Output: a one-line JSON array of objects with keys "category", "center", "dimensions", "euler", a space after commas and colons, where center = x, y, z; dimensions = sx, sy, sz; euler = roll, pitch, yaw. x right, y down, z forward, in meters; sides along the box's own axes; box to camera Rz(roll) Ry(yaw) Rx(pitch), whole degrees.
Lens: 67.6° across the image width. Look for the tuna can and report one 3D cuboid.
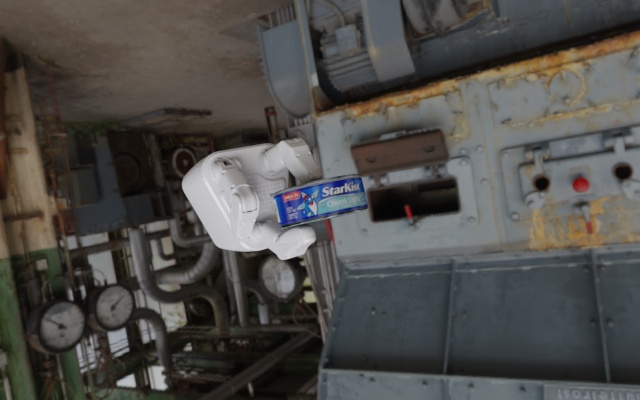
[{"category": "tuna can", "center": [0.000, 0.002, 0.444], "dimensions": [0.086, 0.034, 0.086], "euler": [-12, -3, -1]}]
